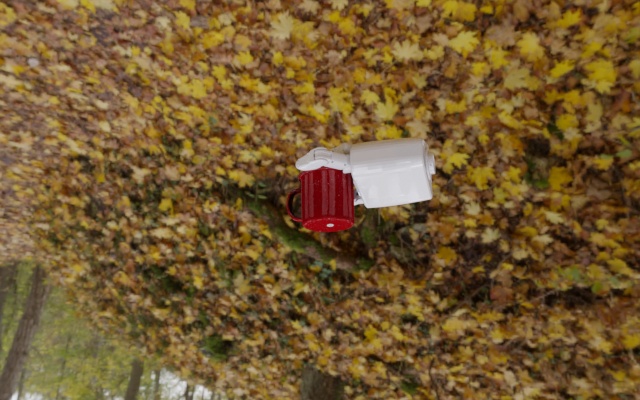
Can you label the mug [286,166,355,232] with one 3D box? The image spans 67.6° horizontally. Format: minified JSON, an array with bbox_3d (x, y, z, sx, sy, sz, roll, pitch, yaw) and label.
[{"bbox_3d":[-0.001,0.003,0.747,0.117,0.081,0.093,-8,-19,19],"label":"mug"}]
